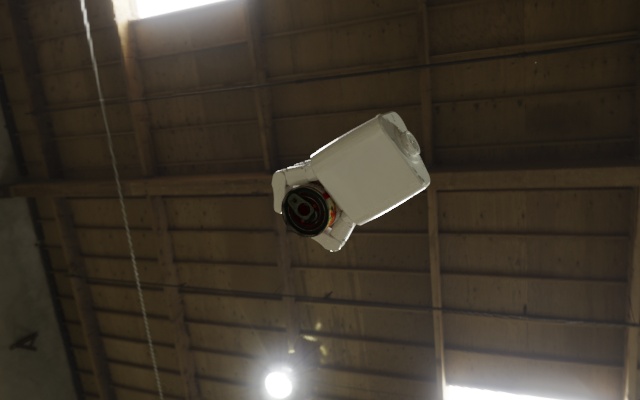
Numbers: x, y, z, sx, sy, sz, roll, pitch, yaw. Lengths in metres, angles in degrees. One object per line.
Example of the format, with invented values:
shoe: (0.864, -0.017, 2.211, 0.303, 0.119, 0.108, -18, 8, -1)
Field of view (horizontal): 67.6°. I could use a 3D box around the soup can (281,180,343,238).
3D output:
soup can: (0.000, 0.002, 0.649, 0.068, 0.068, 0.102, 0, 15, 24)
